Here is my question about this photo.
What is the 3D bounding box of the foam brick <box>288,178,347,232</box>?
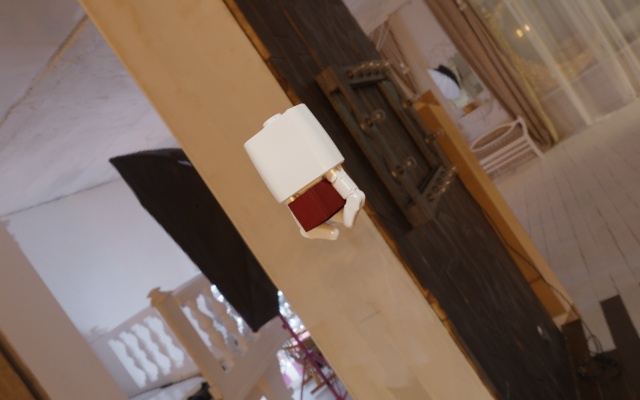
[{"bbox_3d":[0.000,0.002,0.705,0.053,0.051,0.078,-32,3,37],"label":"foam brick"}]
